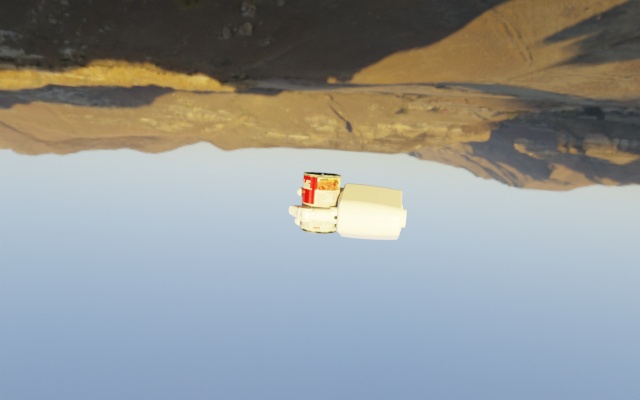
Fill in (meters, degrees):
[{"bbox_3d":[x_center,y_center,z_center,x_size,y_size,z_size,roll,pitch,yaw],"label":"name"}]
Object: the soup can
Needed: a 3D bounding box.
[{"bbox_3d":[0.000,0.003,0.852,0.068,0.102,0.068,4,8,-1],"label":"soup can"}]
